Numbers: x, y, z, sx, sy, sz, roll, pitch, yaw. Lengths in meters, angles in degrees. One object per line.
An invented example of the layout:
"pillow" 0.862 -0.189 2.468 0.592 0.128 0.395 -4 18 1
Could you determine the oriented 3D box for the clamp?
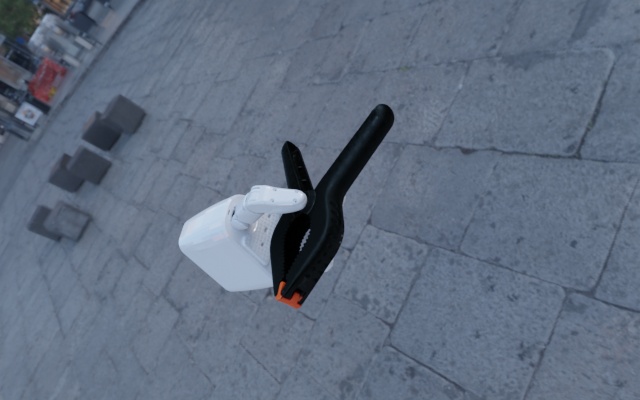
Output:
"clamp" -0.001 0.002 0.481 0.036 0.209 0.164 31 -35 -33
